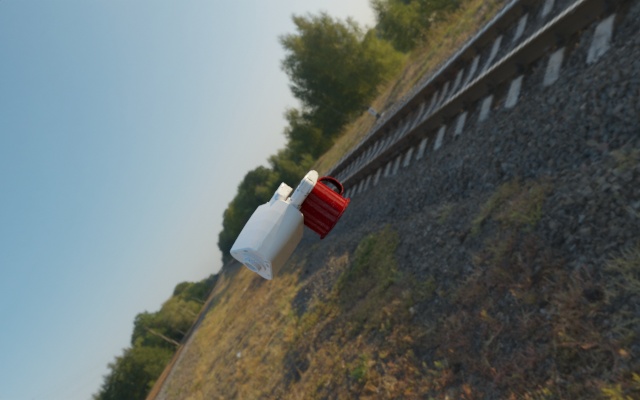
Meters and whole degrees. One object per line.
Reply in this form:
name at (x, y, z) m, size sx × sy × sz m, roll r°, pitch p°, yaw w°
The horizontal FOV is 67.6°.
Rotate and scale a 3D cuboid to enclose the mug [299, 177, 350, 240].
mug at (0.001, 0.002, 0.889) m, size 0.081 × 0.117 × 0.093 m, roll 35°, pitch -28°, yaw -5°
